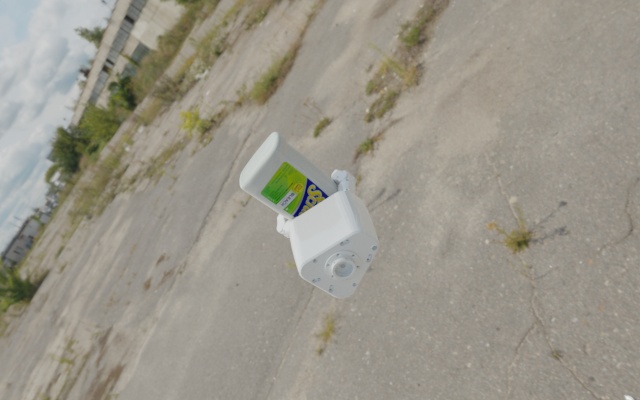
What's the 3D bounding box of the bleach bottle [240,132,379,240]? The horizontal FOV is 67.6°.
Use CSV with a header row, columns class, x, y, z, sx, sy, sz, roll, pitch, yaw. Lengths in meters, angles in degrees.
class,x,y,z,sx,sy,sz,roll,pitch,yaw
bleach bottle,0.000,0.003,0.761,0.251,0.102,0.068,34,18,-24
